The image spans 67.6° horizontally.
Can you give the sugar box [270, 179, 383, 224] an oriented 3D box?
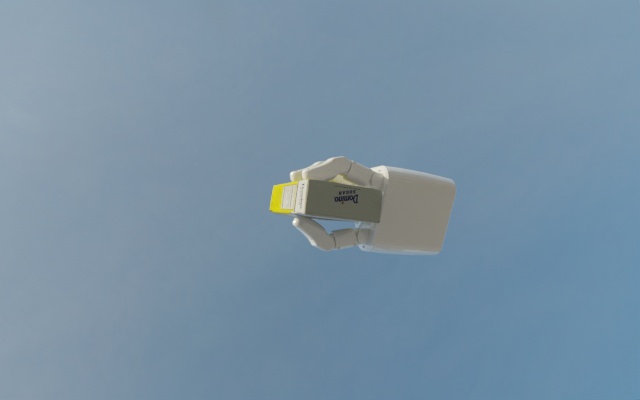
[{"bbox_3d":[0.000,0.001,0.608,0.093,0.048,0.176,8,-5,-19],"label":"sugar box"}]
